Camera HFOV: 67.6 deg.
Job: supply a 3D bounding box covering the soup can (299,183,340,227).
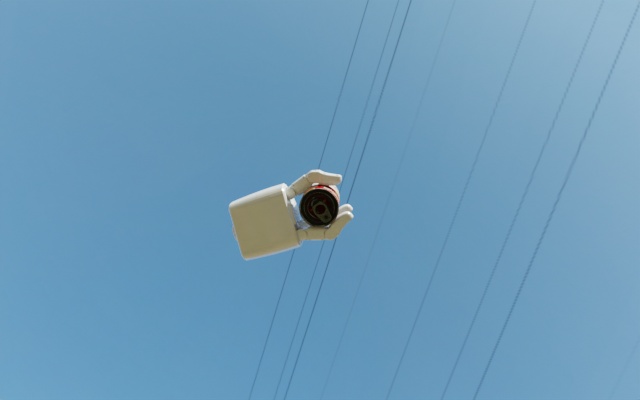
[{"bbox_3d":[0.001,0.002,0.853,0.068,0.068,0.102,0,12,3],"label":"soup can"}]
